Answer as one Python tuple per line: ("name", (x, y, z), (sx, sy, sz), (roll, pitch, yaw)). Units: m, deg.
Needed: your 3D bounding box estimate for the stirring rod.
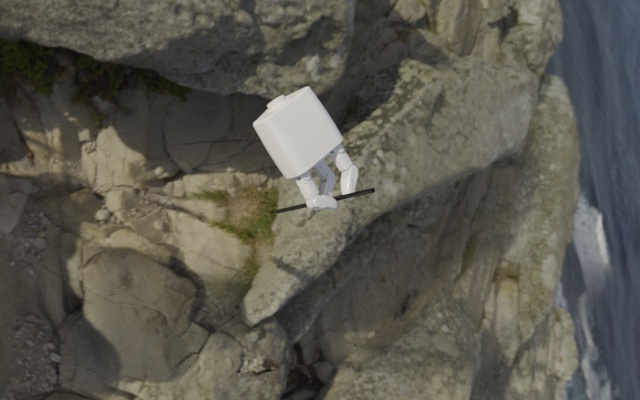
("stirring rod", (0.000, 0.003, 0.838), (0.011, 0.011, 0.239), (0, -9, -44))
